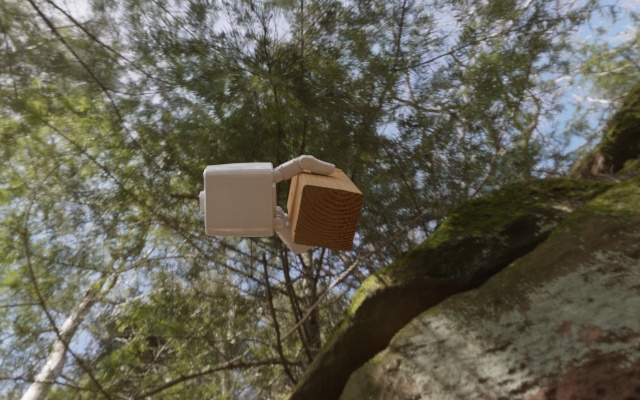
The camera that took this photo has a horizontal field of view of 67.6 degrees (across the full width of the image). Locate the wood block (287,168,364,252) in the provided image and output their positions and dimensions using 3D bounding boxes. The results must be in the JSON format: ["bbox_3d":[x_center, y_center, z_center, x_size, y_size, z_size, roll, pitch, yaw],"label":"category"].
[{"bbox_3d":[0.000,0.002,0.779,0.090,0.091,0.206,9,13,-9],"label":"wood block"}]
